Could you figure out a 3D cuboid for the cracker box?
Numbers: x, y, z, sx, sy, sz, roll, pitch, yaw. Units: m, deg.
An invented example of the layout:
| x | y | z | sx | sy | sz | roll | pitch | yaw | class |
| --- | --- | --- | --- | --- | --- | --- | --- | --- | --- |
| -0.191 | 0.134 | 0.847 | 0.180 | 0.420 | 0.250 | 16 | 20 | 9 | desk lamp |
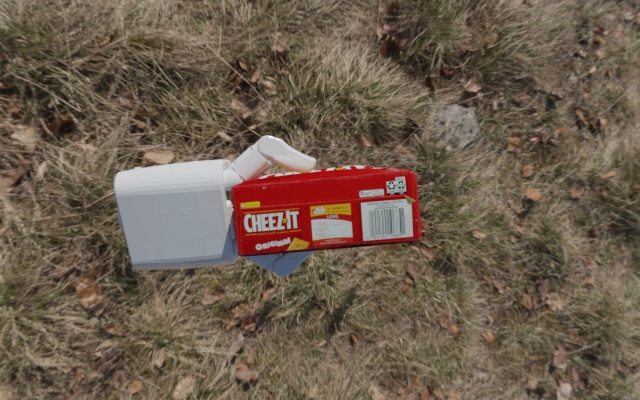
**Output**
| x | y | z | sx | sy | sz | roll | pitch | yaw | class |
| --- | --- | --- | --- | --- | --- | --- | --- | --- | --- |
| 0.000 | 0.002 | 0.516 | 0.164 | 0.072 | 0.213 | -5 | 5 | -3 | cracker box |
